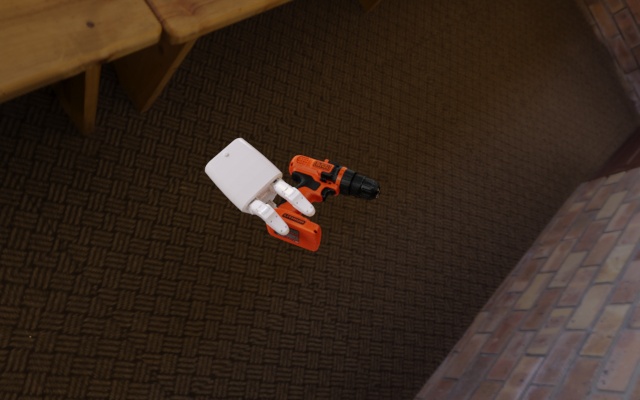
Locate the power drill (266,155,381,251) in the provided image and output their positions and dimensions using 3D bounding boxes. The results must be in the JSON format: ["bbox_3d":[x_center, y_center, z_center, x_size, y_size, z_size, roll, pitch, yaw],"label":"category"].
[{"bbox_3d":[0.000,0.003,0.876,0.184,0.057,0.187,18,48,17],"label":"power drill"}]
